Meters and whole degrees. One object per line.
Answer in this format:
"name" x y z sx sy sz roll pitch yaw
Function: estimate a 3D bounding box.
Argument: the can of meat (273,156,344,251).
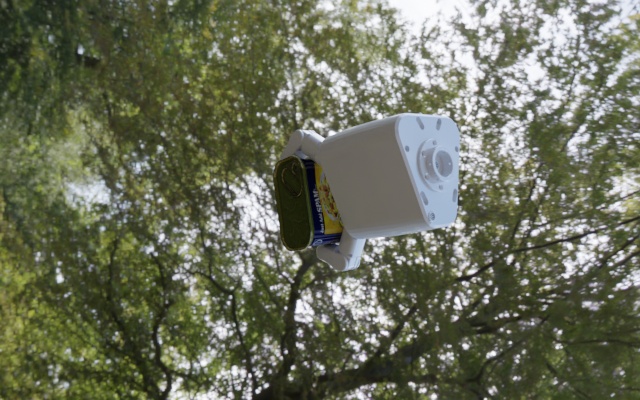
"can of meat" 0.000 0.002 0.542 0.084 0.102 0.057 -4 -7 -38
